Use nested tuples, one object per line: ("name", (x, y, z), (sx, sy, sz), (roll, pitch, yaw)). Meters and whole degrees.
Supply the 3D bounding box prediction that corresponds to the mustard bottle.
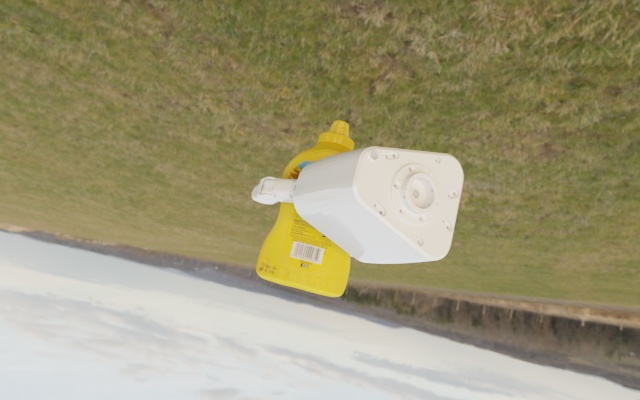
("mustard bottle", (0.000, 0.002, 0.523), (0.096, 0.191, 0.058), (15, -13, 1))
